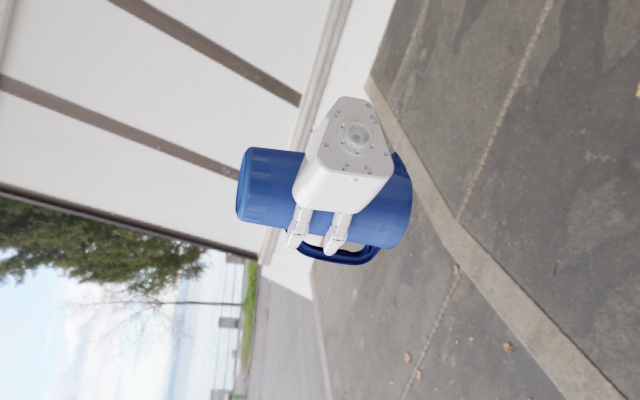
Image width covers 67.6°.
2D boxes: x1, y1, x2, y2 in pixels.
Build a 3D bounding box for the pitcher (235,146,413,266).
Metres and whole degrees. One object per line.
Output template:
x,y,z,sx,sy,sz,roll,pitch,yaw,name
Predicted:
0.000,0.002,0.708,0.243,0.149,0.145,8,-23,-14,pitcher
